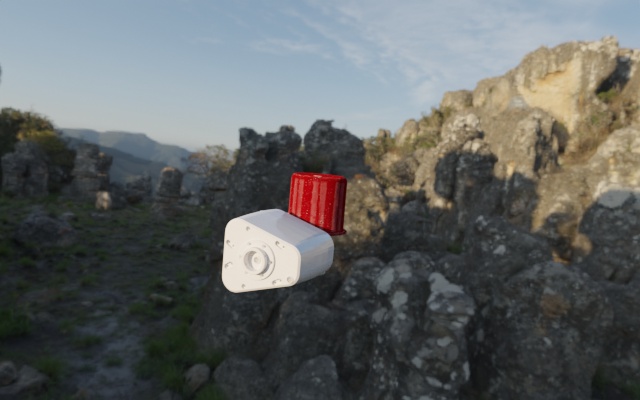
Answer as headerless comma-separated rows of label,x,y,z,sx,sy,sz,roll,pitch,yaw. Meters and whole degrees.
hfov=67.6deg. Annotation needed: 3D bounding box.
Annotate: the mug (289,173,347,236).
mug,0.001,0.002,0.710,0.093,0.081,0.117,7,7,21
